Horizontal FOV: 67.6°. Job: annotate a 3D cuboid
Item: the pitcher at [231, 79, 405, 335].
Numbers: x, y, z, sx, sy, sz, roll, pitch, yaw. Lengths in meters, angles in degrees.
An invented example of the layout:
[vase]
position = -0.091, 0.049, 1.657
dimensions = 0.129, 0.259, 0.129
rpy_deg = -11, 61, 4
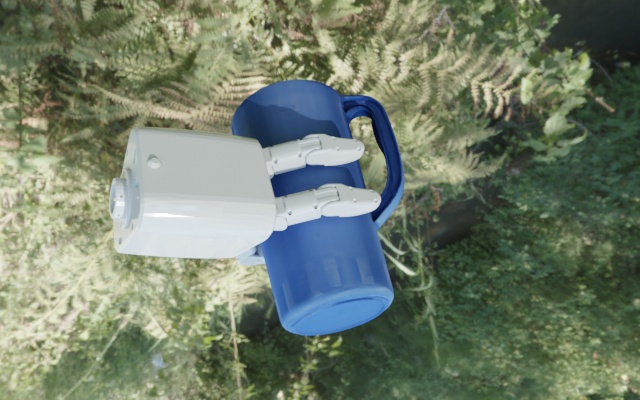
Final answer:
[pitcher]
position = 0.000, 0.002, 0.490
dimensions = 0.145, 0.242, 0.149
rpy_deg = 4, -35, -31
